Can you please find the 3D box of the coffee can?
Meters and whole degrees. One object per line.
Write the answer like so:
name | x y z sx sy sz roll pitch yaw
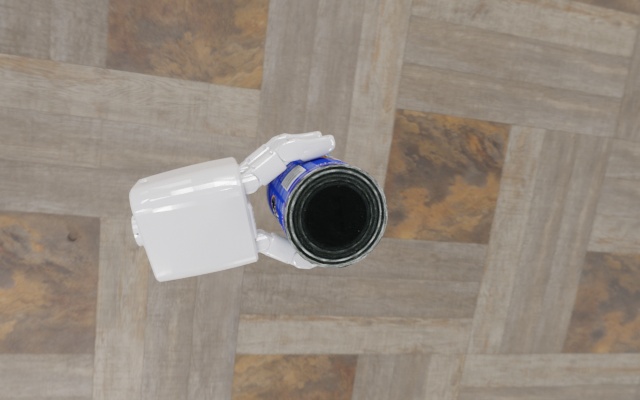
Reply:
coffee can | 0.000 0.002 0.518 0.103 0.103 0.140 0 12 -14
